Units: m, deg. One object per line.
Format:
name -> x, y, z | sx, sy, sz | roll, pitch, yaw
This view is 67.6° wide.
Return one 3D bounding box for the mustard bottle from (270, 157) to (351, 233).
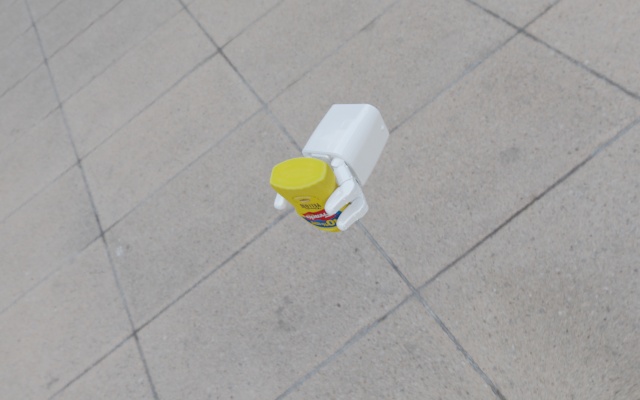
mustard bottle -> 0.000, 0.003, 0.785 | 0.096, 0.058, 0.192 | -4, -30, 23
